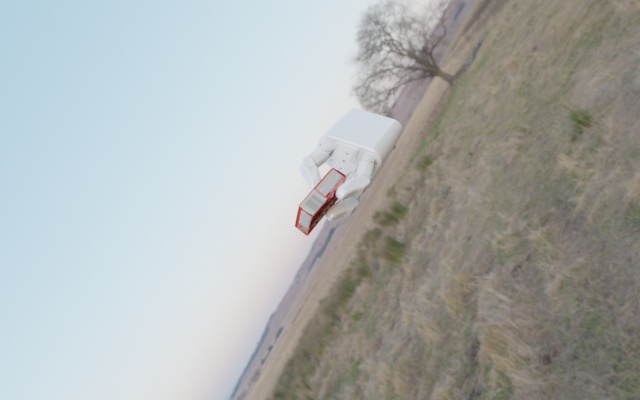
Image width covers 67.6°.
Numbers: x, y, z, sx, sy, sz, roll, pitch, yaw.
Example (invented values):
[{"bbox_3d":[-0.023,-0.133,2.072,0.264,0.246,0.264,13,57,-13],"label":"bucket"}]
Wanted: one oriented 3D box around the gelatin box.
[{"bbox_3d":[0.000,0.002,0.730,0.030,0.089,0.073,36,-27,10],"label":"gelatin box"}]
